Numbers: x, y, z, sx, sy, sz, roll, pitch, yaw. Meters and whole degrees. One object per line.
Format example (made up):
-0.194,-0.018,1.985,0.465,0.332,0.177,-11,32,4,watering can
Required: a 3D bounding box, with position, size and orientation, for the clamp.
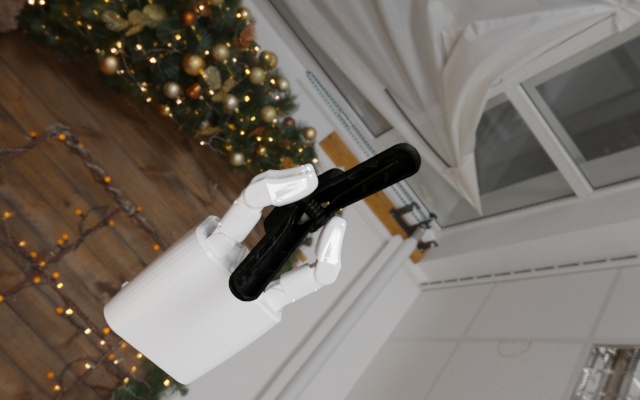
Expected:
0.000,0.002,0.421,0.164,0.036,0.210,-36,9,4,clamp
